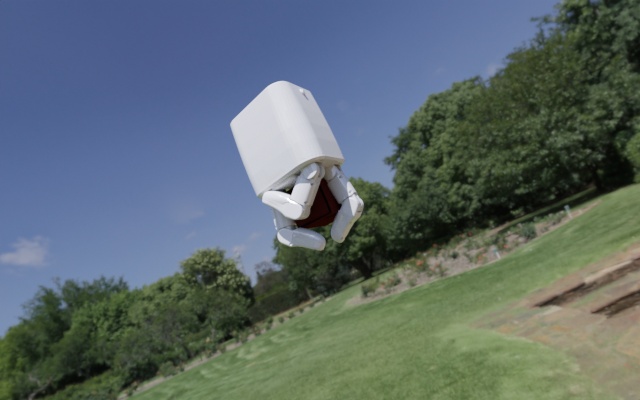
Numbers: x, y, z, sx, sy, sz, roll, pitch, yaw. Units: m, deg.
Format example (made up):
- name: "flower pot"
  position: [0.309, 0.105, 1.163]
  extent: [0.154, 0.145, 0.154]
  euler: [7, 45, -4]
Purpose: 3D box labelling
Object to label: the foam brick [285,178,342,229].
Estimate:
- name: "foam brick"
  position: [0.000, 0.002, 0.613]
  extent: [0.053, 0.051, 0.078]
  euler: [-29, -11, 23]
